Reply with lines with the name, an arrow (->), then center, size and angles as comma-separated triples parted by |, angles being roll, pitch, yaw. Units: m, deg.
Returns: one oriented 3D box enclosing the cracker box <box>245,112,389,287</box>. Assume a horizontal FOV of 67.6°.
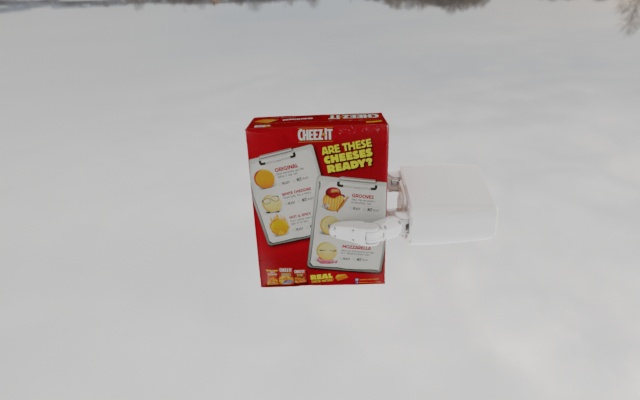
cracker box -> 0.000, 0.002, 0.603 | 0.164, 0.214, 0.072 | -2, 23, 1
